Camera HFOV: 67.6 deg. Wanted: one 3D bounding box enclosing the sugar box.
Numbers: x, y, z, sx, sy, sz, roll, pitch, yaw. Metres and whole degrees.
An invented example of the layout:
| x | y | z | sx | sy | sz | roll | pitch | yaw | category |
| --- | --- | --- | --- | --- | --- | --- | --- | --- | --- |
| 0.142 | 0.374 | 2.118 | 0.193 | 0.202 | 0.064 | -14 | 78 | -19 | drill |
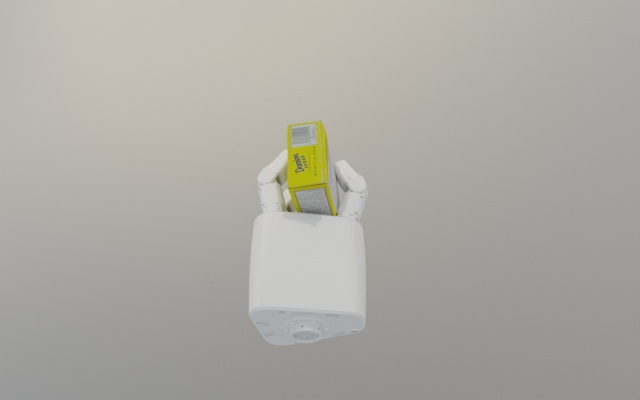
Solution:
| x | y | z | sx | sy | sz | roll | pitch | yaw | category |
| --- | --- | --- | --- | --- | --- | --- | --- | --- | --- |
| 0.000 | 0.002 | 0.558 | 0.048 | 0.093 | 0.176 | -6 | -38 | 5 | sugar box |
